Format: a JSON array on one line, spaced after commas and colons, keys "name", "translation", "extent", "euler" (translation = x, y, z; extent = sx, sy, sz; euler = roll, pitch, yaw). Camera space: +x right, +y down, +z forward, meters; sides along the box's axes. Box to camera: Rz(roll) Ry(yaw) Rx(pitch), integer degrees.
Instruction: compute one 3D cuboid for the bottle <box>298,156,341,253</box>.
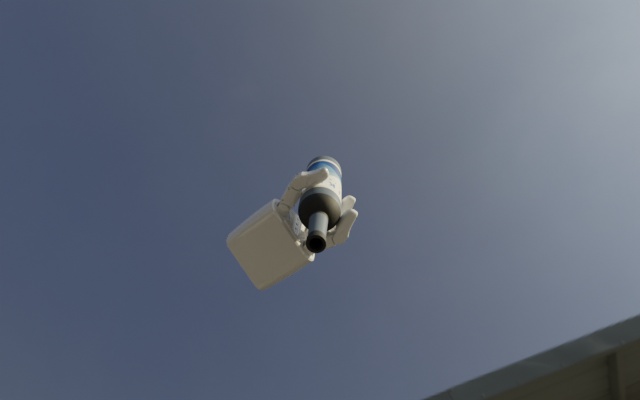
[{"name": "bottle", "translation": [0.000, 0.002, 0.765], "extent": [0.069, 0.069, 0.295], "euler": [0, 22, 3]}]
